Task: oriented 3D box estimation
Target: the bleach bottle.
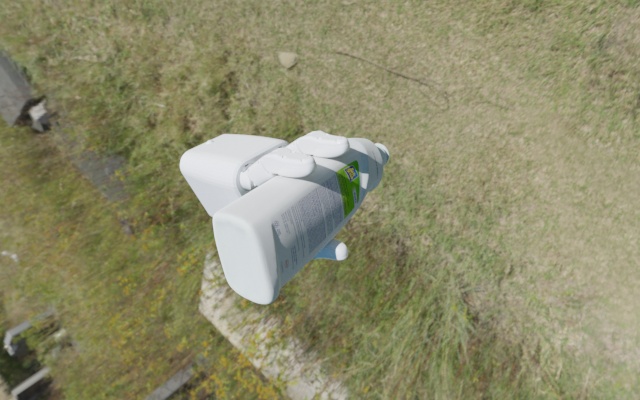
[{"bbox_3d":[0.000,0.002,0.530,0.068,0.103,0.250,14,34,36],"label":"bleach bottle"}]
